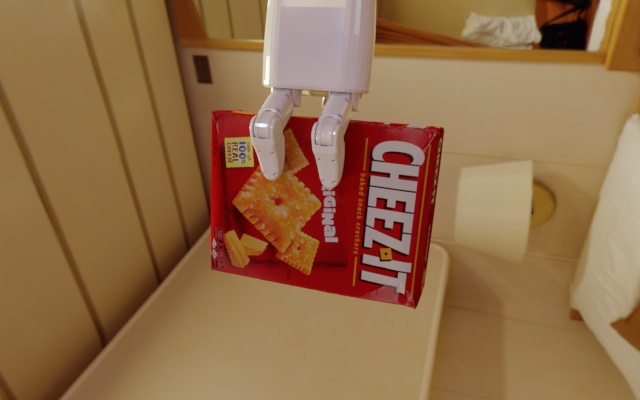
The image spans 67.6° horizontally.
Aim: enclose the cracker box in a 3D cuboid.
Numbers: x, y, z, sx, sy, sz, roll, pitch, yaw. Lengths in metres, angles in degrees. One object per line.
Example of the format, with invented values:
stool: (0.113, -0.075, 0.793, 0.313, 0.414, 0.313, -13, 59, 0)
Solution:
cracker box: (0.000, 0.001, 0.465, 0.213, 0.164, 0.072, 8, 13, 16)
